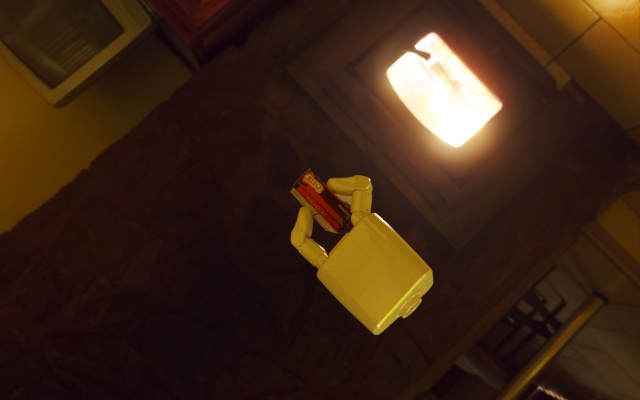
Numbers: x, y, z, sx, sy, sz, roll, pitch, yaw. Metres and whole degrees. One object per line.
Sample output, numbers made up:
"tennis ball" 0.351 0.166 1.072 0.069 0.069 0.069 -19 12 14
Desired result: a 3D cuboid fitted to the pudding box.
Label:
"pudding box" 0.000 0.002 0.678 0.039 0.090 0.113 -43 3 -7
